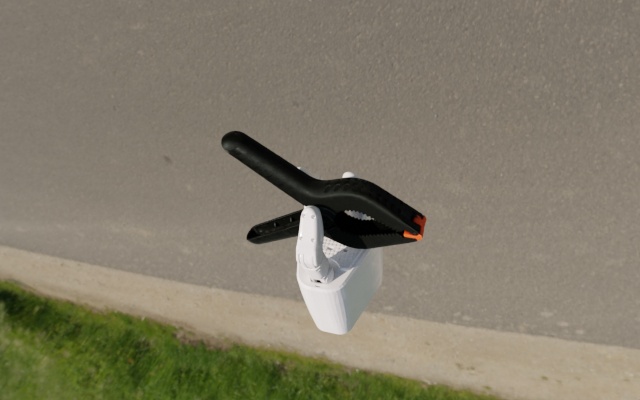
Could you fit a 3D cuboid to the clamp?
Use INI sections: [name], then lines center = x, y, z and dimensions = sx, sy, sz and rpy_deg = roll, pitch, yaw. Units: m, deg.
[clamp]
center = 0.000, 0.002, 0.486
dimensions = 0.210, 0.036, 0.165
rpy_deg = 7, -40, 18
